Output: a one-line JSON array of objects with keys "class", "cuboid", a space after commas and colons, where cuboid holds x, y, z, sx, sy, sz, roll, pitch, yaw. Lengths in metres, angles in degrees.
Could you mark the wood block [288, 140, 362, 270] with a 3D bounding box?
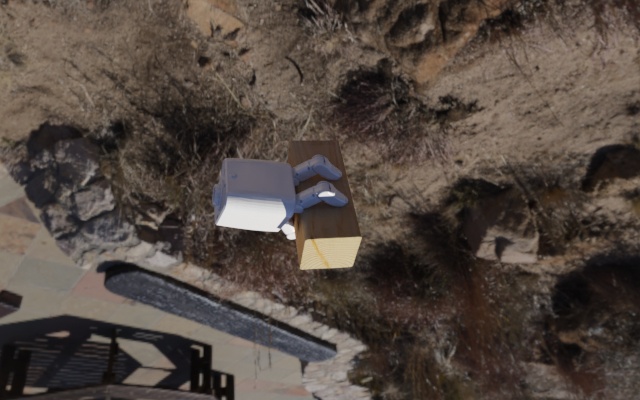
[{"class": "wood block", "cuboid": [0.000, 0.003, 0.804, 0.090, 0.206, 0.091, -2, -38, -11]}]
